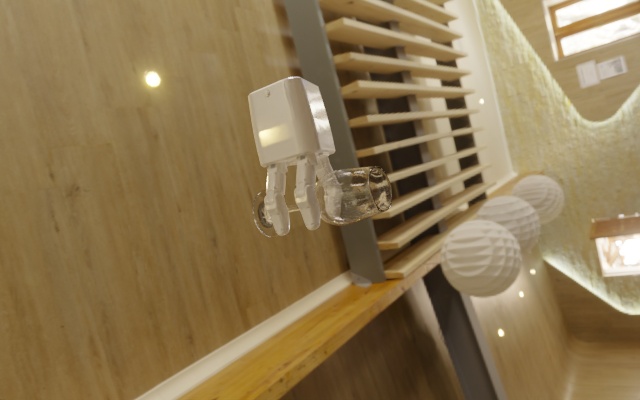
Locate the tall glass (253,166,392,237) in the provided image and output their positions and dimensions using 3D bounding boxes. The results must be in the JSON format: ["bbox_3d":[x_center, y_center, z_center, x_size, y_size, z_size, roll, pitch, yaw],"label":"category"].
[{"bbox_3d":[0.000,0.003,0.686,0.201,0.079,0.079,-12,-7,35],"label":"tall glass"}]
